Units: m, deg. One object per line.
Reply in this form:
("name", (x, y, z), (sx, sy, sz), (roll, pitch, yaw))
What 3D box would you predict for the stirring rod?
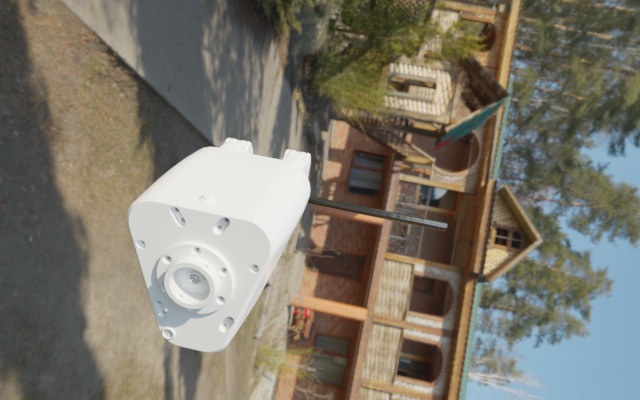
("stirring rod", (0.000, 0.002, 0.456), (0.239, 0.011, 0.011), (11, 1, 4))
